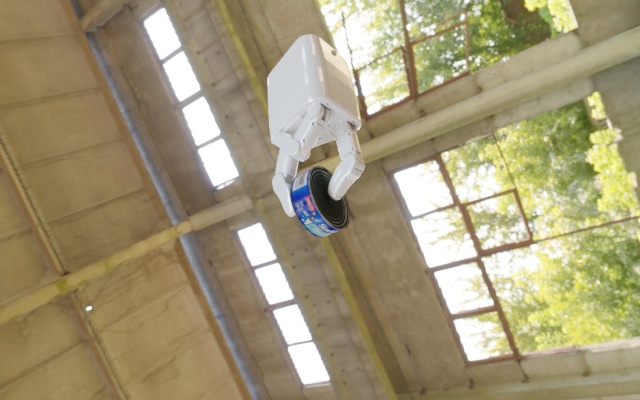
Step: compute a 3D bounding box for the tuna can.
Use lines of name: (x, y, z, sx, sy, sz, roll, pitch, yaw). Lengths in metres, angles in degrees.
tuna can: (0.000, 0.002, 0.600, 0.034, 0.086, 0.086, -25, -13, 28)
